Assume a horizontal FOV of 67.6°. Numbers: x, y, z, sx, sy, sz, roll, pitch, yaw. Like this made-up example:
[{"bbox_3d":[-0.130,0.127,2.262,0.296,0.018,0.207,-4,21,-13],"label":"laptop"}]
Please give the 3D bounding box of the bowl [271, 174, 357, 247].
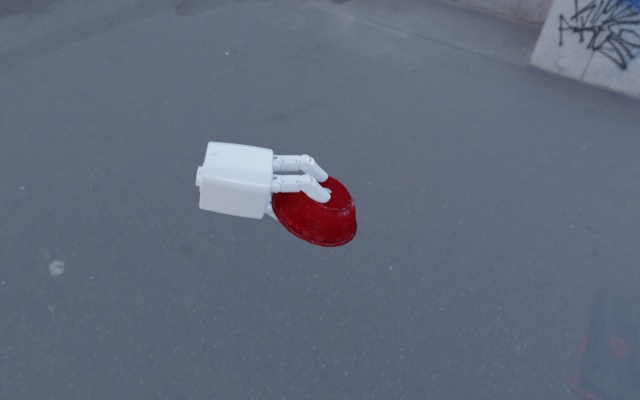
[{"bbox_3d":[0.001,0.002,0.820,0.162,0.055,0.162,18,37,-14],"label":"bowl"}]
